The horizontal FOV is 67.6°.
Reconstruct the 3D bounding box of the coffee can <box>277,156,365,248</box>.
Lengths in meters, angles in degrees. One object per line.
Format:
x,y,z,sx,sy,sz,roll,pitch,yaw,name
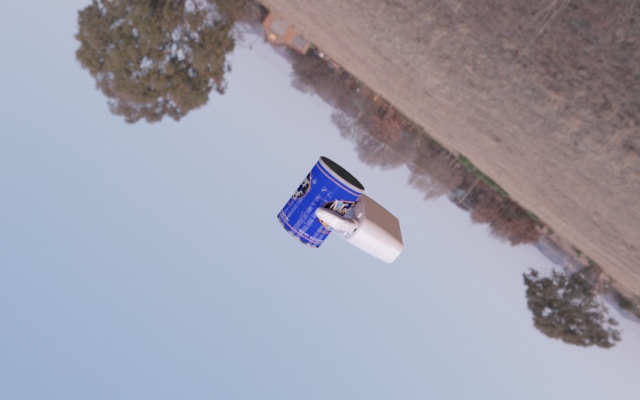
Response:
0.000,0.003,0.892,0.103,0.140,0.102,35,14,-10,coffee can
